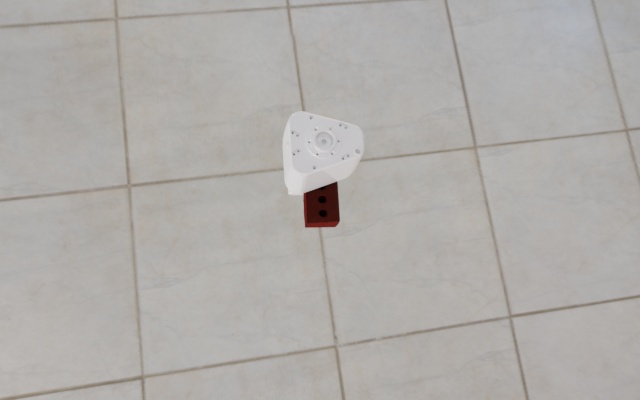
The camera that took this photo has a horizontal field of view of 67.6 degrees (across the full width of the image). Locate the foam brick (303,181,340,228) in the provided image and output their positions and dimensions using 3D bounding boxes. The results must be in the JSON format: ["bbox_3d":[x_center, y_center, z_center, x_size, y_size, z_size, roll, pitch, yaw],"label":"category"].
[{"bbox_3d":[0.000,0.003,0.766,0.053,0.078,0.051,-3,-10,-7],"label":"foam brick"}]
